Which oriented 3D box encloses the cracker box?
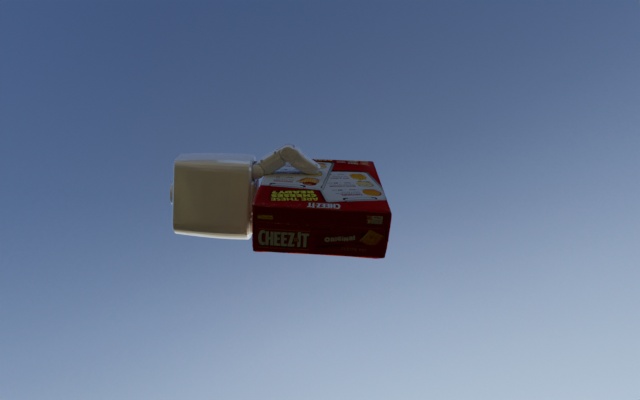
[{"bbox_3d":[0.000,0.002,0.659,0.164,0.072,0.213,3,21,-1],"label":"cracker box"}]
